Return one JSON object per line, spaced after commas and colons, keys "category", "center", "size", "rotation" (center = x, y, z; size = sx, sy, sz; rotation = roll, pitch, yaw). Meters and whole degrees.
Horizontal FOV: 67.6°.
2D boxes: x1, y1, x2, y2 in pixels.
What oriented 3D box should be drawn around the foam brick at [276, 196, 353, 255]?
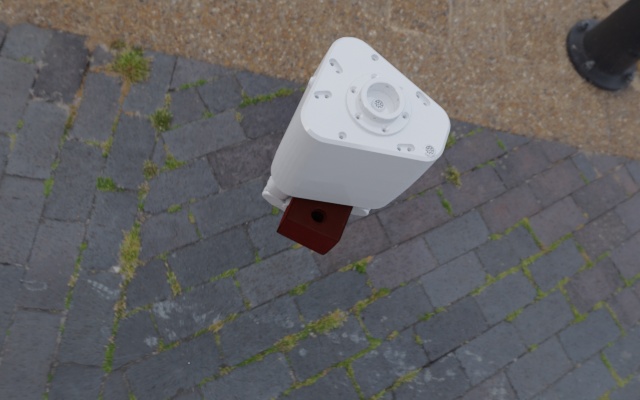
{"category": "foam brick", "center": [0.000, 0.002, 0.445], "size": [0.053, 0.078, 0.051], "rotation": [25, -23, -7]}
